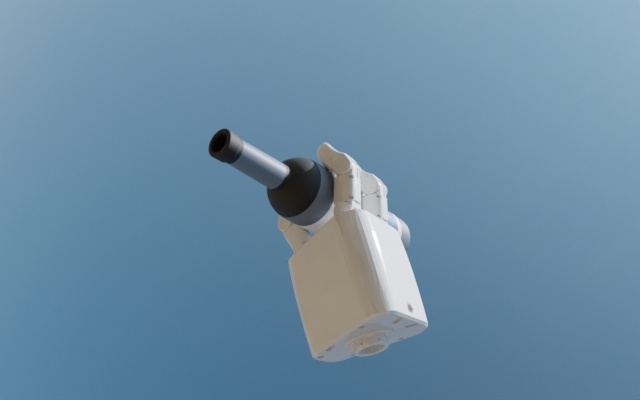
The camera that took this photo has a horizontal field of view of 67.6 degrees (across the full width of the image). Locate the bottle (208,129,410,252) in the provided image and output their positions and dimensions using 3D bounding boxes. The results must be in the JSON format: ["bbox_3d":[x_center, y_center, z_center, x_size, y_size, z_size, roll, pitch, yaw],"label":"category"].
[{"bbox_3d":[0.000,0.002,0.515,0.069,0.069,0.296,0,-20,39],"label":"bottle"}]
